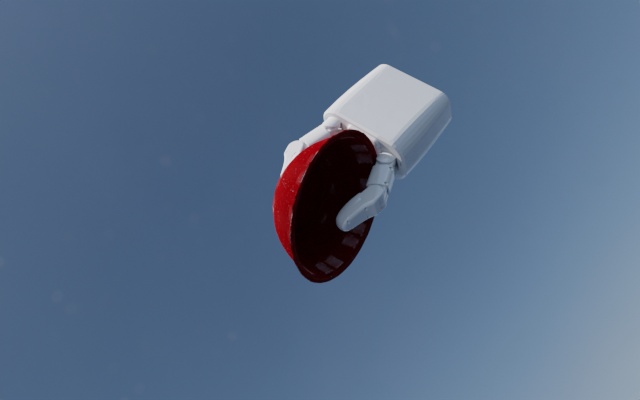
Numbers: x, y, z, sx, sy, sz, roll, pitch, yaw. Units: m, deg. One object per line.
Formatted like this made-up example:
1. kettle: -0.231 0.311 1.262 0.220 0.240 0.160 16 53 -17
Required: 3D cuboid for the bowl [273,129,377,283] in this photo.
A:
1. bowl: -0.001 0.002 0.502 0.055 0.162 0.162 16 9 32
